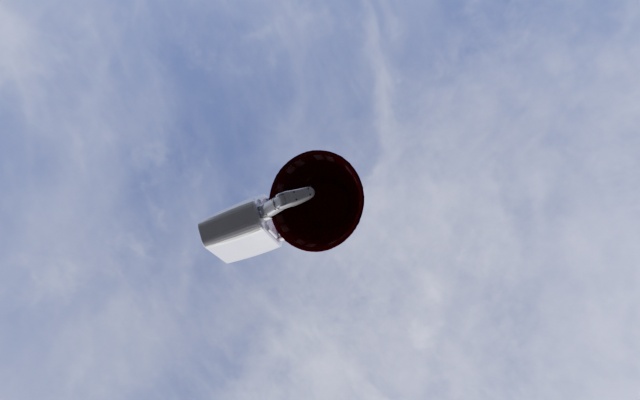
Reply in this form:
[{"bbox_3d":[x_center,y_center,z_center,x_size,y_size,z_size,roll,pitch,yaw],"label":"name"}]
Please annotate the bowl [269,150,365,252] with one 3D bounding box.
[{"bbox_3d":[0.002,0.002,0.772,0.162,0.162,0.055,0,-6,22],"label":"bowl"}]
